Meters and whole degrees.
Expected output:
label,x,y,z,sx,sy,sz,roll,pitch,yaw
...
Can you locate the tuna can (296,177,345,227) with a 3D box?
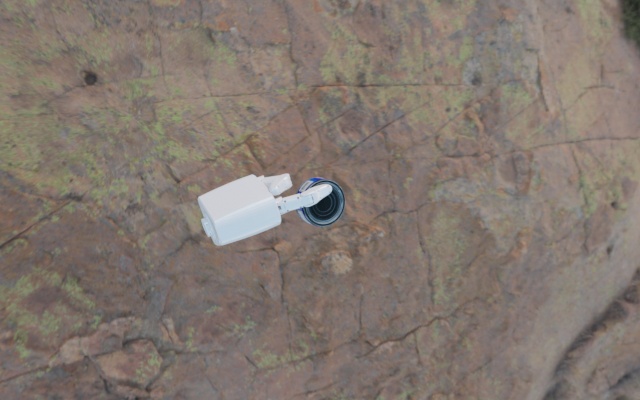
label,x,y,z,sx,sy,sz,roll,pitch,yaw
tuna can,0.000,0.003,0.838,0.086,0.086,0.033,0,7,-27
